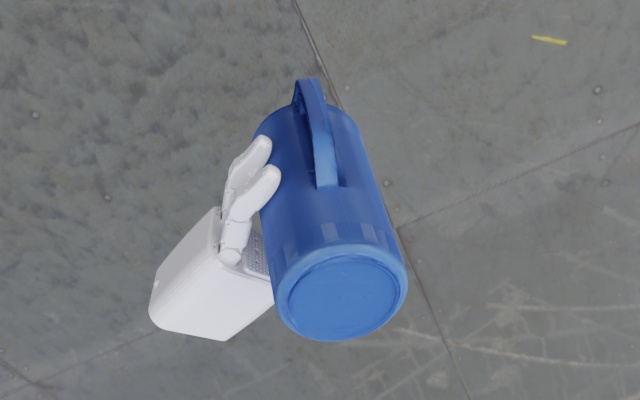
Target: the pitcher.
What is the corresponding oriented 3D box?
[{"bbox_3d":[0.000,0.002,0.461,0.149,0.145,0.242,37,21,-30],"label":"pitcher"}]
